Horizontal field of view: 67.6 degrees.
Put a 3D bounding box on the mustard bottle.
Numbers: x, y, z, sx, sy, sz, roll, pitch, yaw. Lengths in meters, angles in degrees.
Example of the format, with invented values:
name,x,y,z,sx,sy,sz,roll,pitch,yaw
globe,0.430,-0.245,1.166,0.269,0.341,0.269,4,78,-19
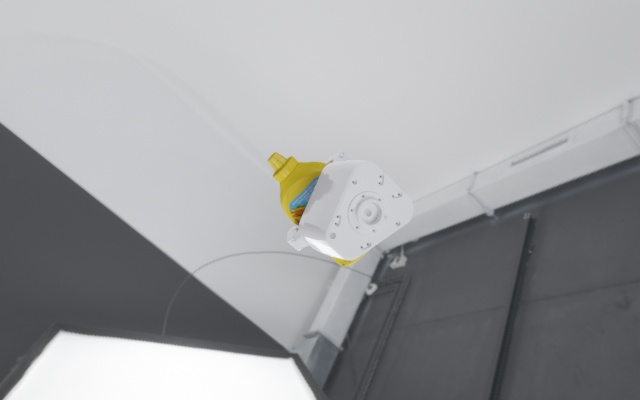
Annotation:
name,x,y,z,sx,sy,sz,roll,pitch,yaw
mustard bottle,0.000,0.002,0.682,0.192,0.096,0.058,43,15,-14
